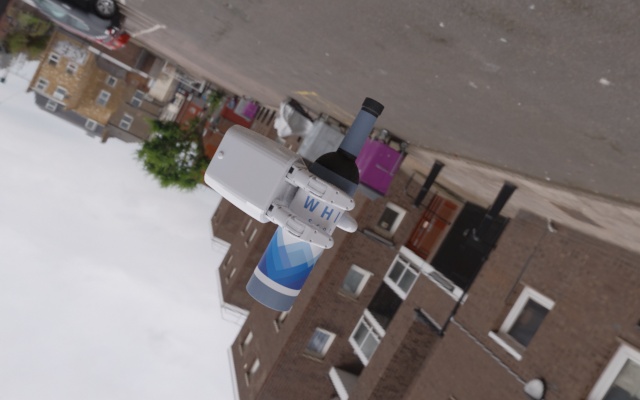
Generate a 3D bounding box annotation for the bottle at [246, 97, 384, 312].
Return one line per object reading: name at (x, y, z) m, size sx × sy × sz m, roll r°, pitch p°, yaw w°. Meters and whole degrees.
bottle at (0.000, 0.002, 0.626) m, size 0.069 × 0.296 × 0.069 m, roll 28°, pitch 5°, yaw -3°
